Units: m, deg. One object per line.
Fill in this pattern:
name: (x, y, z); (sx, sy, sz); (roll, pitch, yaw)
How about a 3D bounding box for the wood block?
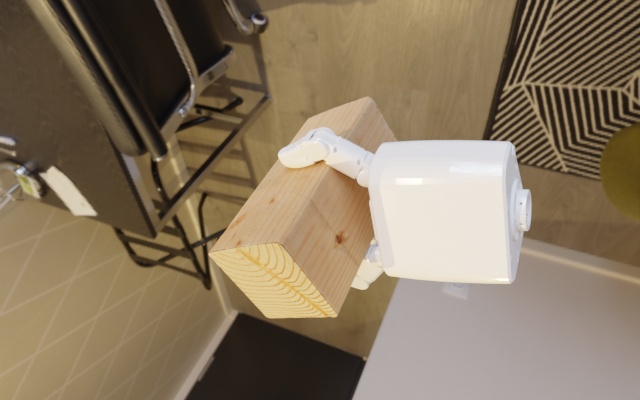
wood block: (0.000, 0.001, 0.462); (0.090, 0.091, 0.206); (-12, 34, 40)
